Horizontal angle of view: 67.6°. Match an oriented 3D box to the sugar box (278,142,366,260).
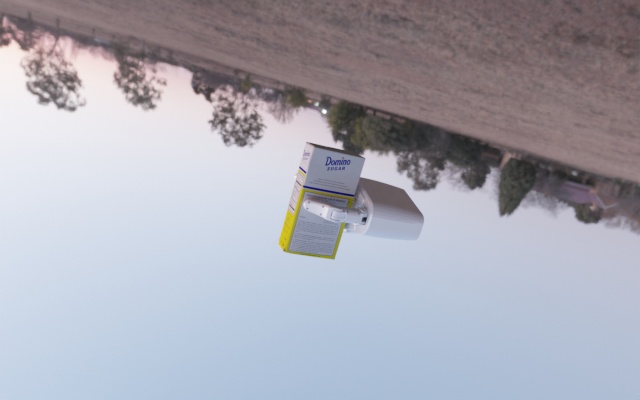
[{"bbox_3d":[0.000,0.002,0.761,0.093,0.176,0.048,11,12,-25],"label":"sugar box"}]
